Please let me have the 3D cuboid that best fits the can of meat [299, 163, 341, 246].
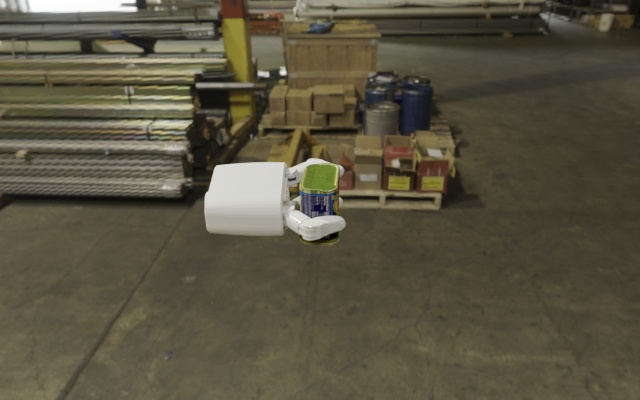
[{"bbox_3d":[0.000,0.002,0.683,0.057,0.084,0.102,1,27,4],"label":"can of meat"}]
